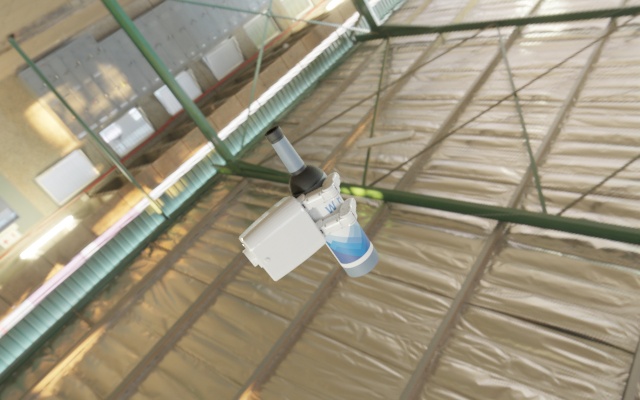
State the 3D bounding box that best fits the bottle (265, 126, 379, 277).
[{"bbox_3d":[0.000,0.003,0.802,0.069,0.296,0.069,-28,24,14],"label":"bottle"}]
